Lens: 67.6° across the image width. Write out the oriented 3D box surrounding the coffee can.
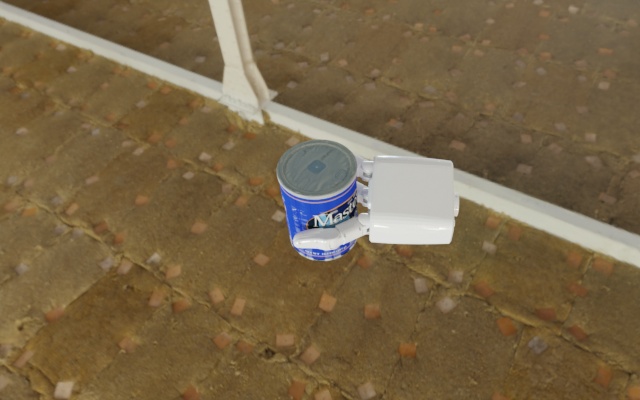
[{"bbox_3d":[0.000,0.002,0.656,0.103,0.102,0.140,0,-41,5],"label":"coffee can"}]
